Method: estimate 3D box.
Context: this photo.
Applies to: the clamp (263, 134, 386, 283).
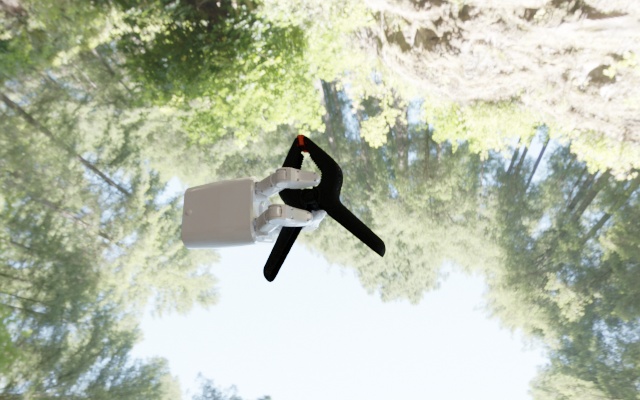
[{"bbox_3d":[0.000,0.002,0.657,0.164,0.210,0.036,-7,-24,9],"label":"clamp"}]
